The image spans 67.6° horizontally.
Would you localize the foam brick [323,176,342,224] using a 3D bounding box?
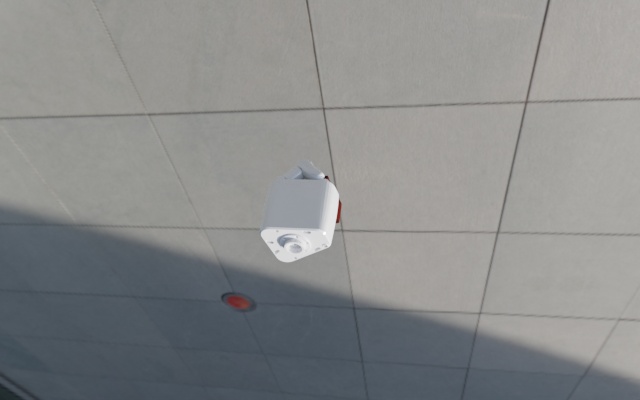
[{"bbox_3d":[0.000,0.003,0.865,0.053,0.051,0.078,-11,-46,19],"label":"foam brick"}]
